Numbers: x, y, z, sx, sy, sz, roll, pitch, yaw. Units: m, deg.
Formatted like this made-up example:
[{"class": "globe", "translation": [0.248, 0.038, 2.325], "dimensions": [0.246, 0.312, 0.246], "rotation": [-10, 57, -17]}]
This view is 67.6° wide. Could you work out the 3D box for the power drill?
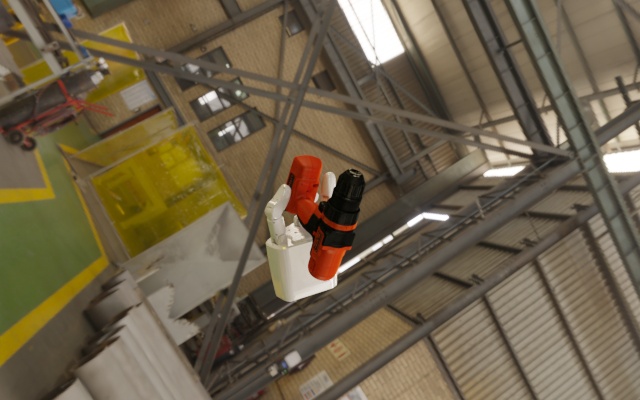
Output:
[{"class": "power drill", "translation": [0.000, 0.002, 0.746], "dimensions": [0.057, 0.184, 0.187], "rotation": [6, 29, -25]}]
